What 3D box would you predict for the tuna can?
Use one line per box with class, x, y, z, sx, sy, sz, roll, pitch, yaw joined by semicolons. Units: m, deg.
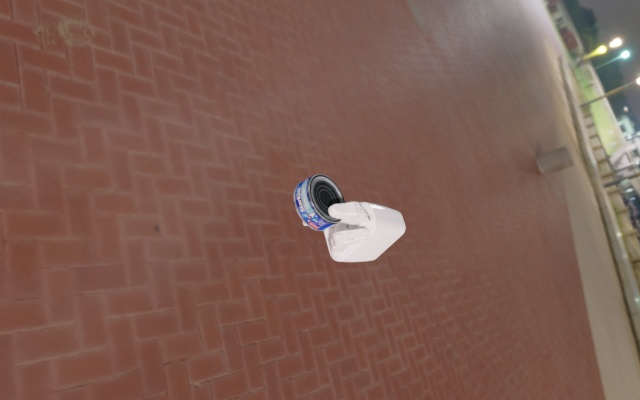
tuna can;0.000;0.002;0.750;0.034;0.086;0.086;-28;-18;37
